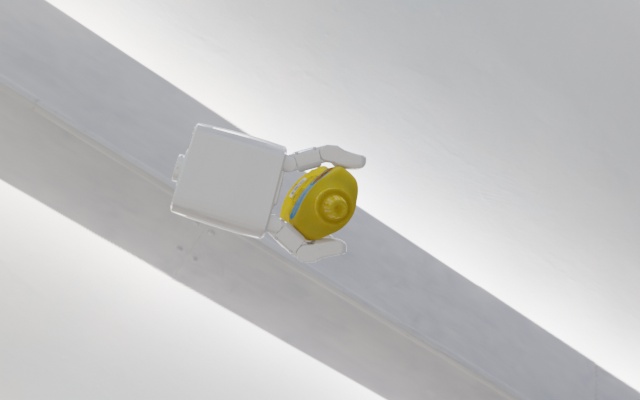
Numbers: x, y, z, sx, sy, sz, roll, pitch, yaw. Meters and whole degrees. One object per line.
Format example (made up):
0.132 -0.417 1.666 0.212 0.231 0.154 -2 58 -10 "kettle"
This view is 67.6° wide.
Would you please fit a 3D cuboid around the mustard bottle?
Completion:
0.000 0.002 0.582 0.058 0.096 0.191 41 -5 -10 "mustard bottle"
